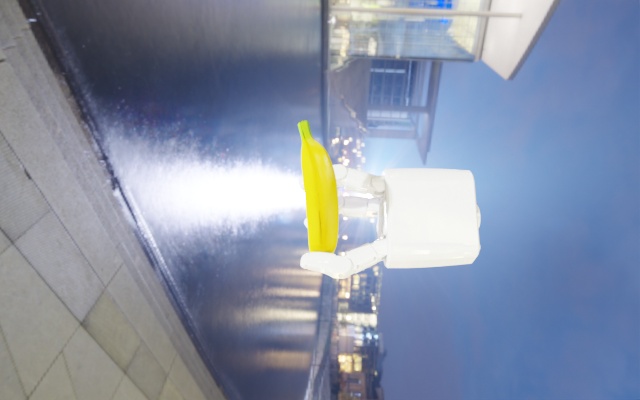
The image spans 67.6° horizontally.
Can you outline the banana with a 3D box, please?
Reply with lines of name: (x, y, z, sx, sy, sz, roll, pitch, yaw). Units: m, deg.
banana: (0.001, 0.010, 0.545, 0.037, 0.198, 0.069, -5, 37, -1)
